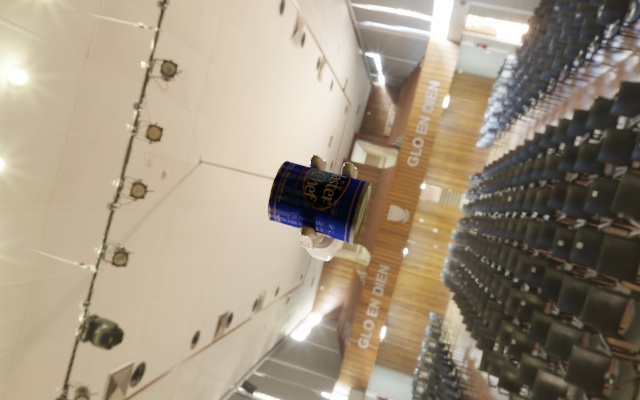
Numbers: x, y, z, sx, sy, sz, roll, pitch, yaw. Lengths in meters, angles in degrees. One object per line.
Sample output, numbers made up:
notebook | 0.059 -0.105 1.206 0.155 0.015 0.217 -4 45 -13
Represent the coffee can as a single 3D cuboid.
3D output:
coffee can | 0.000 0.003 0.761 0.140 0.103 0.103 15 3 11
